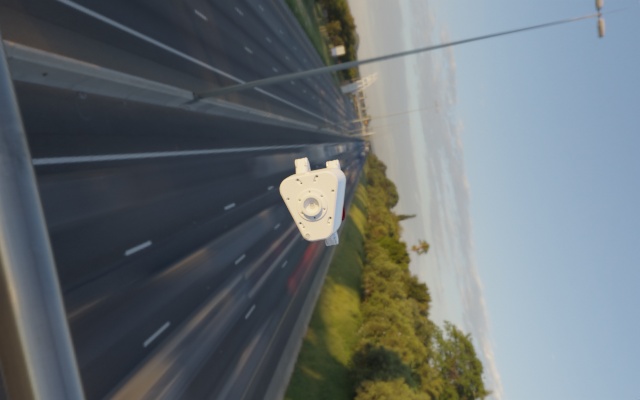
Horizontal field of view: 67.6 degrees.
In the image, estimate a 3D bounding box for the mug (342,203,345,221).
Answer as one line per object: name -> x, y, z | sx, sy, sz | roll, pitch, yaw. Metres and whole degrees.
mug -> 0.001, 0.003, 0.893 | 0.081, 0.093, 0.117 | -10, 3, 9
